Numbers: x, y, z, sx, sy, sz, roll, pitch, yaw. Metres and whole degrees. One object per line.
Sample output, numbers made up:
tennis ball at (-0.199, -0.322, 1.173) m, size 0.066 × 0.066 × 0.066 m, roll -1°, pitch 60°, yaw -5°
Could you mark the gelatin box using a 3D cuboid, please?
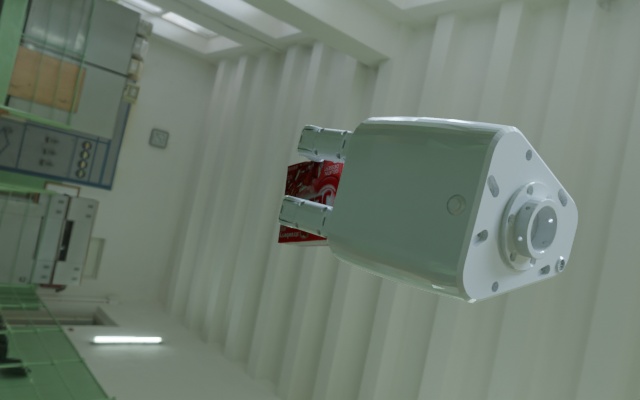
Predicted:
gelatin box at (0.000, 0.001, 0.409) m, size 0.030 × 0.073 × 0.089 m, roll 13°, pitch -13°, yaw -33°
